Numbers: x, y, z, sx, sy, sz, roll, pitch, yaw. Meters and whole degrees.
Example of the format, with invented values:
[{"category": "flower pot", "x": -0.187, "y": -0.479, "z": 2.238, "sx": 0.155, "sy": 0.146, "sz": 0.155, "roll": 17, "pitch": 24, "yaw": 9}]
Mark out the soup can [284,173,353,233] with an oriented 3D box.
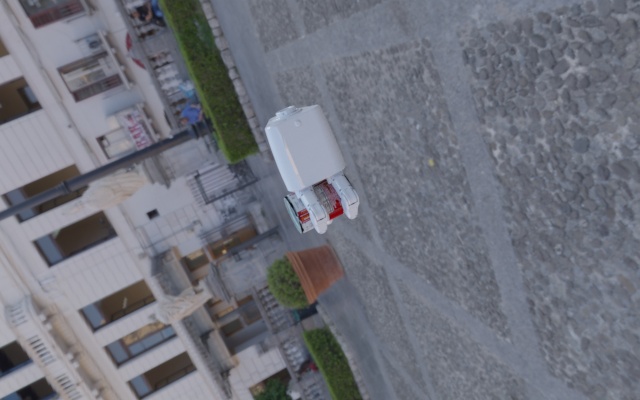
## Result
[{"category": "soup can", "x": 0.000, "y": 0.003, "z": 0.776, "sx": 0.102, "sy": 0.068, "sz": 0.068, "roll": -26, "pitch": 5, "yaw": -11}]
